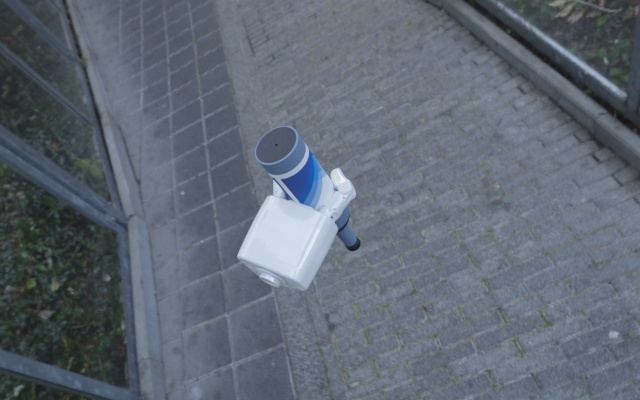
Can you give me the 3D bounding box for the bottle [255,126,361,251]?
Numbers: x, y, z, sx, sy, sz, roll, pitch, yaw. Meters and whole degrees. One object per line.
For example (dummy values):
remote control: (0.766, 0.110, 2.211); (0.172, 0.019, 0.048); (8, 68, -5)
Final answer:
bottle: (0.000, 0.002, 0.752); (0.069, 0.069, 0.296); (0, -32, 29)
